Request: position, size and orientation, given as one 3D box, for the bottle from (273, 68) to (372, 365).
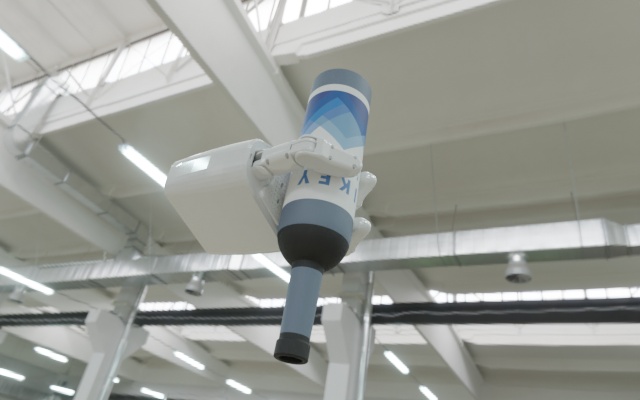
[{"bbox_3d":[0.000,0.001,0.448,0.069,0.295,0.069,8,-33,5],"label":"bottle"}]
